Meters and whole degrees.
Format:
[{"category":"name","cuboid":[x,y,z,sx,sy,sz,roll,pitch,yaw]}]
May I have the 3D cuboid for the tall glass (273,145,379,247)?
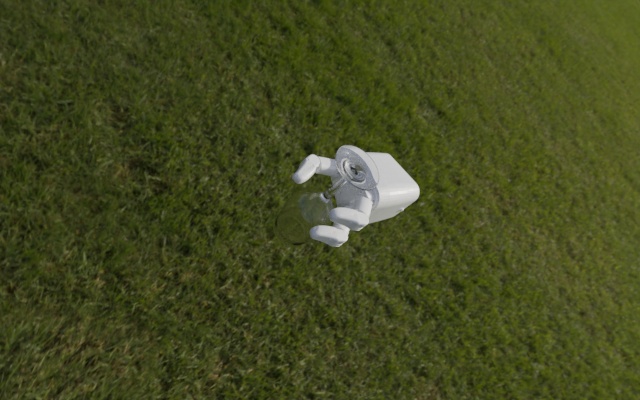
[{"category":"tall glass","cuboid":[0.000,0.002,0.730,0.079,0.079,0.201,0,-29,-37]}]
